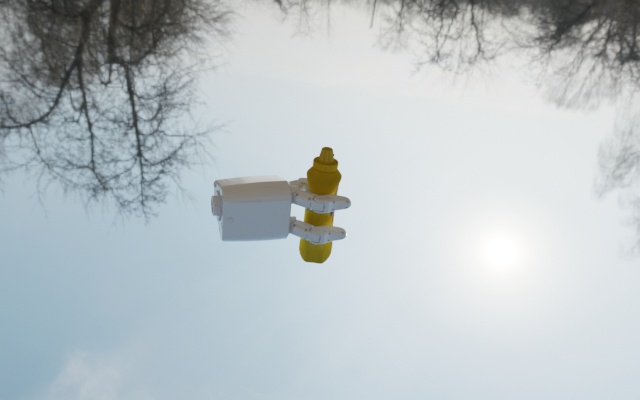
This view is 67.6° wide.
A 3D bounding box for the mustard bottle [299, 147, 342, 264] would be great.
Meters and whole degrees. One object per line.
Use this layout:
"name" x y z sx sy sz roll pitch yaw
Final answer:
"mustard bottle" 0.000 0.003 0.797 0.058 0.192 0.096 8 27 3
